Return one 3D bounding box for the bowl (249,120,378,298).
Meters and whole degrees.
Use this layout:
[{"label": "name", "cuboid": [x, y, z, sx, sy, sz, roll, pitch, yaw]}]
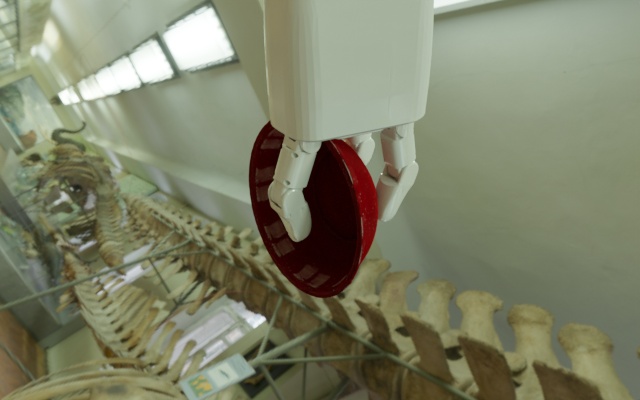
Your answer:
[{"label": "bowl", "cuboid": [0.000, 0.002, 0.427, 0.055, 0.162, 0.162, -16, 9, -36]}]
